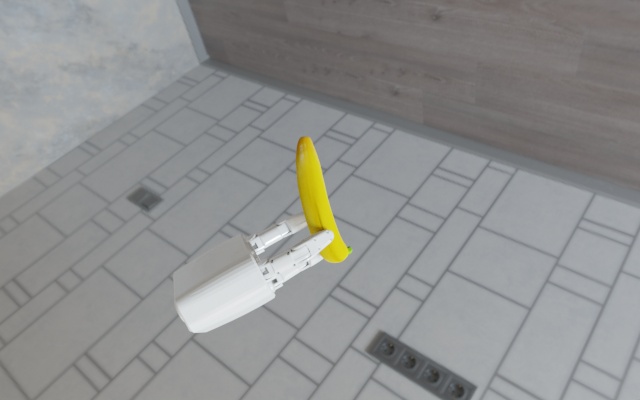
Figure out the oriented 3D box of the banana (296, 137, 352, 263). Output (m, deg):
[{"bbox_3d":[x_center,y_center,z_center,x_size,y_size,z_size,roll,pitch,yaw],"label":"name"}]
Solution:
[{"bbox_3d":[0.000,0.015,0.632,0.037,0.198,0.069,-13,30,12],"label":"banana"}]
